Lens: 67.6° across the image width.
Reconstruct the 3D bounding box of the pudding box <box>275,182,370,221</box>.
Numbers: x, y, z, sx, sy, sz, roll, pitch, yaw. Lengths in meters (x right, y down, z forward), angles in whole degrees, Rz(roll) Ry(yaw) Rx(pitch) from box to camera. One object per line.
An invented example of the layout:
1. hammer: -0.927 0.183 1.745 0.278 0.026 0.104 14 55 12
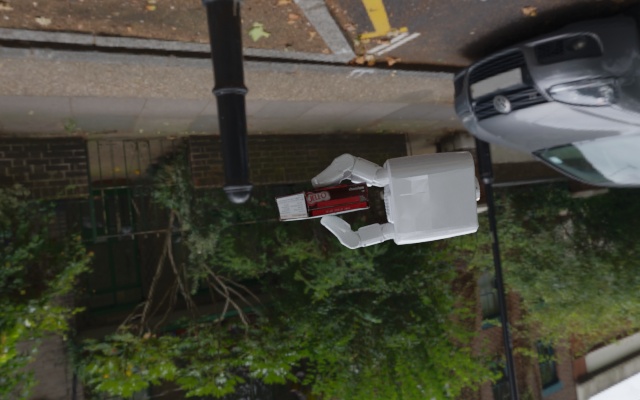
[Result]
1. pudding box: 0.000 0.002 0.643 0.090 0.039 0.113 -8 -2 -24
